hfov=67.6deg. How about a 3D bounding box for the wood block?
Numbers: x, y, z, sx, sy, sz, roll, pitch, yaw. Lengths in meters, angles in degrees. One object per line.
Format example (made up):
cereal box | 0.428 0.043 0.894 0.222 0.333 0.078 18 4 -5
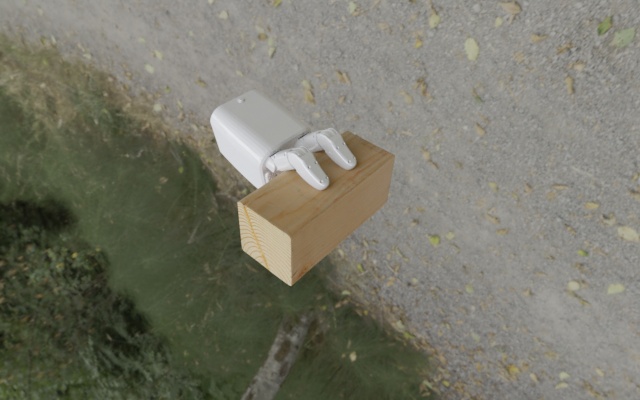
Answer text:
wood block | 0.000 0.002 0.631 0.090 0.091 0.206 32 50 27
